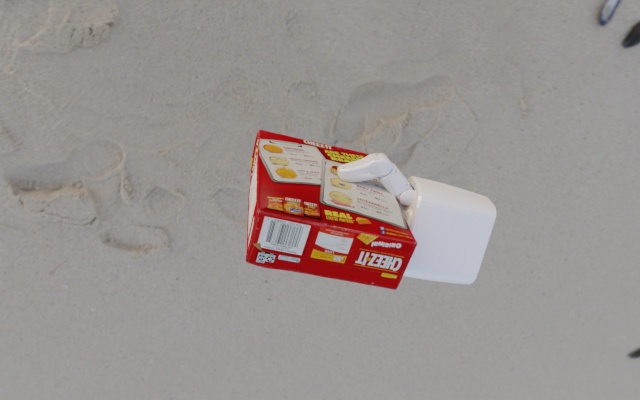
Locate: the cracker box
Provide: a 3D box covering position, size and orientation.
[{"bbox_3d":[0.000,0.002,0.556,0.164,0.072,0.213,12,27,-13],"label":"cracker box"}]
